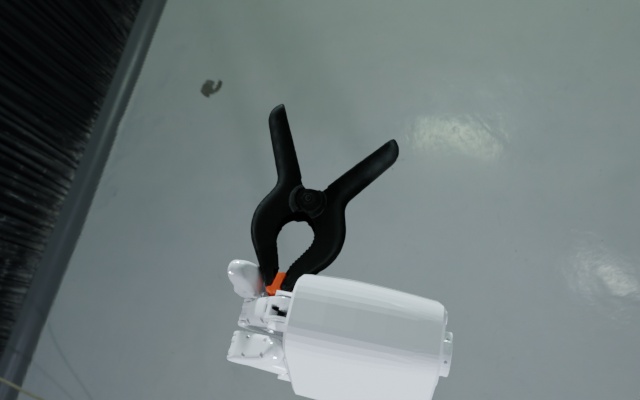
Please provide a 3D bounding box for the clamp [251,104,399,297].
[{"bbox_3d":[0.000,0.001,0.406,0.120,0.171,0.039,8,-18,7],"label":"clamp"}]
